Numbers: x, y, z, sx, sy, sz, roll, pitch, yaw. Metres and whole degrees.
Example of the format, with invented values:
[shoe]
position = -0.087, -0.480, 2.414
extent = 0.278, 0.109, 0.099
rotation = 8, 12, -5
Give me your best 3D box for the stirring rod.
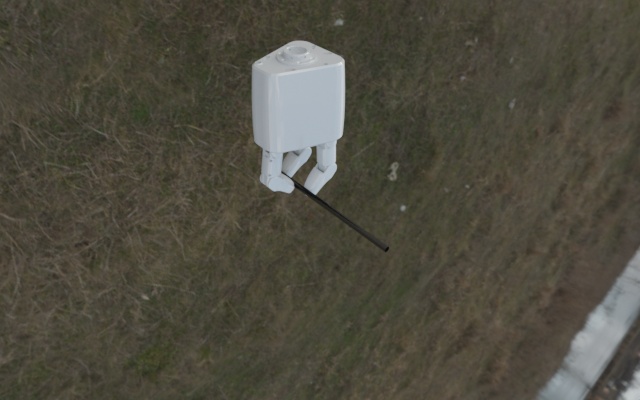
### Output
[stirring rod]
position = 0.000, 0.002, 0.651
extent = 0.239, 0.011, 0.011
rotation = 35, 22, 34
